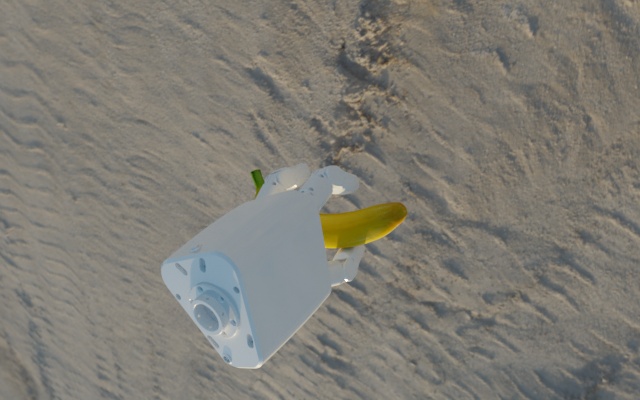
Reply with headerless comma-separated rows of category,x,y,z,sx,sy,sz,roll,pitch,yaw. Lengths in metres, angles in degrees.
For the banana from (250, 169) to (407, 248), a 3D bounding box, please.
banana,-0.003,0.018,0.515,0.198,0.070,0.037,14,26,29
